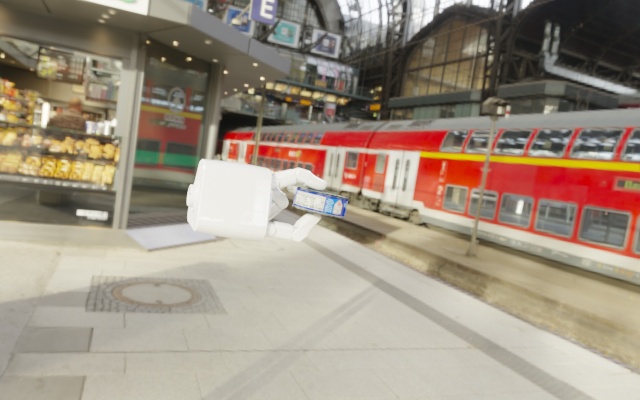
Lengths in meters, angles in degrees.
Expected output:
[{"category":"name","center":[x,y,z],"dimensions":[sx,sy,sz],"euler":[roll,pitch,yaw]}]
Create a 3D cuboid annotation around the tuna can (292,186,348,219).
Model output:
[{"category":"tuna can","center":[0.000,0.002,0.761],"dimensions":[0.086,0.034,0.086],"euler":[13,2,-1]}]
